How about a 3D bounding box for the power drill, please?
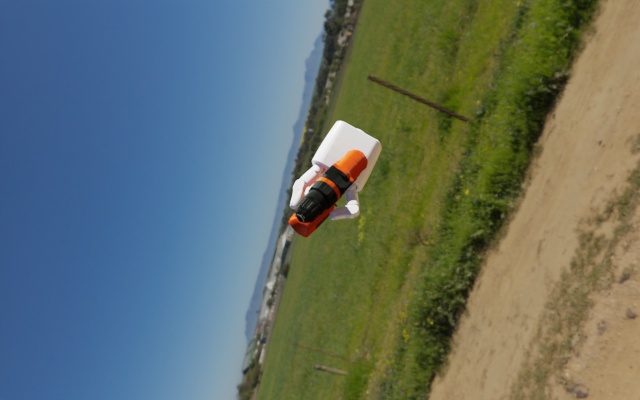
[{"bbox_3d":[0.000,0.003,0.899,0.184,0.057,0.188,-44,-4,-30],"label":"power drill"}]
